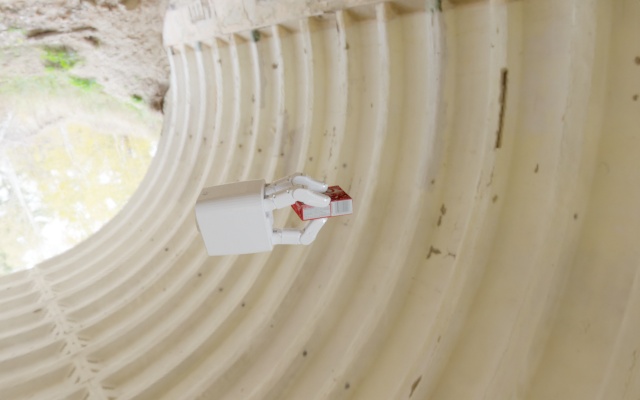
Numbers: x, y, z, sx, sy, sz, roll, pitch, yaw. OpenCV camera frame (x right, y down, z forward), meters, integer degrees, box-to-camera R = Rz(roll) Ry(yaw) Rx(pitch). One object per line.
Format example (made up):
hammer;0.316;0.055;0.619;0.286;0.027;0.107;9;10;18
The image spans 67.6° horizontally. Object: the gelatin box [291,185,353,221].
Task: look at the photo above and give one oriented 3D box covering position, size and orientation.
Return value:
gelatin box;0.000;0.003;0.785;0.089;0.030;0.073;-8;21;-15
